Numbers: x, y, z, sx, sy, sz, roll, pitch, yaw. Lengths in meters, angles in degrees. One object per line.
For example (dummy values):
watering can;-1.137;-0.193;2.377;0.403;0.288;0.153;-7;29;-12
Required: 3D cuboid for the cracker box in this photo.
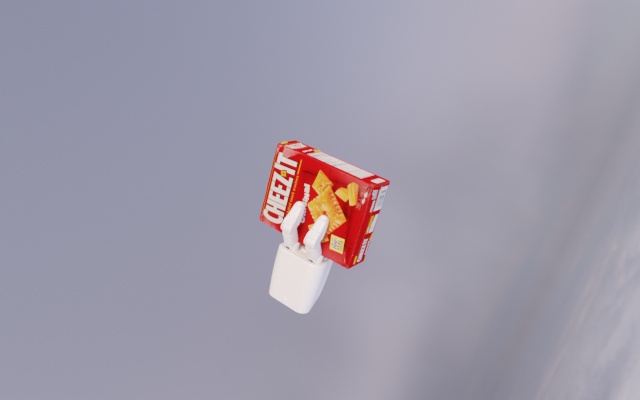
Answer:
cracker box;0.000;0.003;0.877;0.213;0.164;0.072;26;21;26
